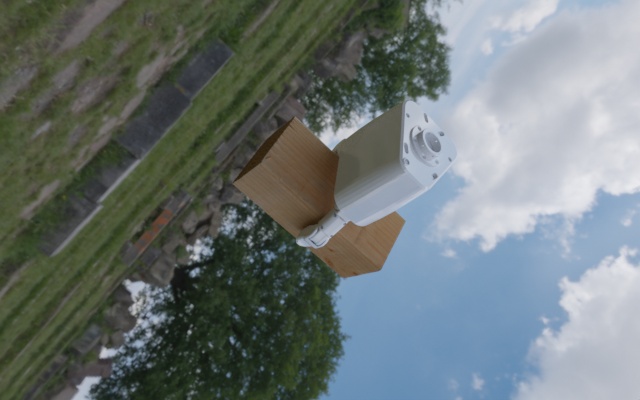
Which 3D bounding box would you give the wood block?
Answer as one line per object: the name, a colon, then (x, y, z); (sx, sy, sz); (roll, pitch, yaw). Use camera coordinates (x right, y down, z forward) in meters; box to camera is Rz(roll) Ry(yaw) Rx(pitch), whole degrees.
wood block: (0.000, 0.002, 0.634); (0.206, 0.090, 0.090); (42, -31, -15)
